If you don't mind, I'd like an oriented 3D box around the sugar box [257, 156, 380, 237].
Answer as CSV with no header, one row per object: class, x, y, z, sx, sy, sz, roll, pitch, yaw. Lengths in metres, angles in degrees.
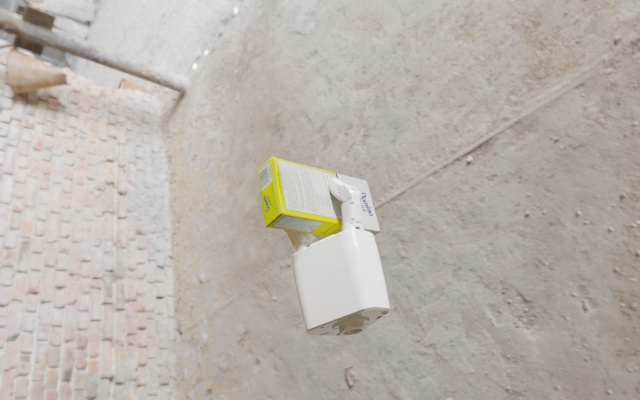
sugar box,0.000,0.003,0.680,0.176,0.093,0.048,15,-38,-38
